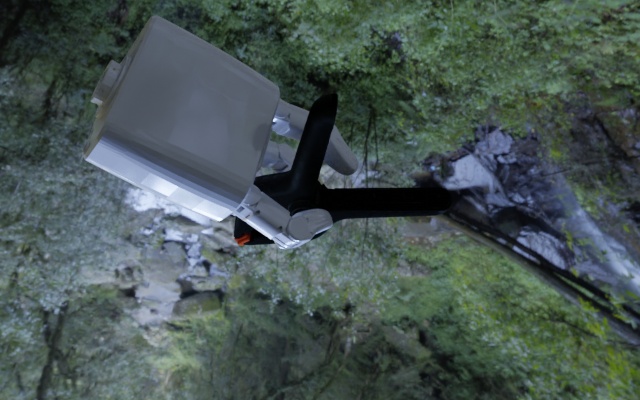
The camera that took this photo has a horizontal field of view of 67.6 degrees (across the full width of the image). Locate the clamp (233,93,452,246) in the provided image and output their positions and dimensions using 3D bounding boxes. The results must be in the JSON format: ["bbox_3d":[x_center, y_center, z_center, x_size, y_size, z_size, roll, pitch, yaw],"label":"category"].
[{"bbox_3d":[-0.001,0.002,0.435,0.164,0.036,0.210,29,-41,-30],"label":"clamp"}]
